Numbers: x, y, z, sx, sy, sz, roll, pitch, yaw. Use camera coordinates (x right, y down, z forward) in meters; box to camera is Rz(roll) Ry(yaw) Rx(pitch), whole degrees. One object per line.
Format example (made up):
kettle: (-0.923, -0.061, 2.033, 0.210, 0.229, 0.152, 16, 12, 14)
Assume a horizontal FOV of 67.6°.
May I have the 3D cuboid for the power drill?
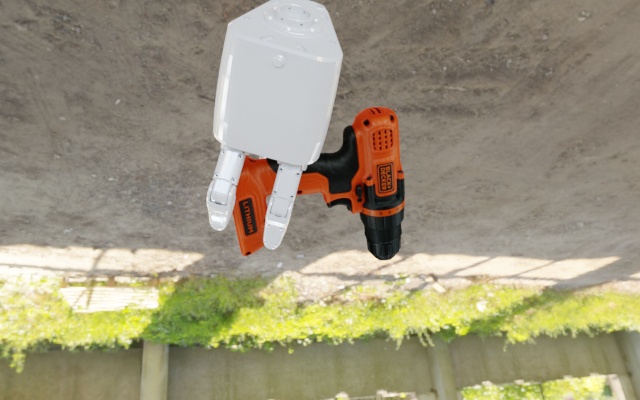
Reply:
power drill: (0.000, 0.002, 0.515, 0.187, 0.184, 0.057, -13, 28, -9)
